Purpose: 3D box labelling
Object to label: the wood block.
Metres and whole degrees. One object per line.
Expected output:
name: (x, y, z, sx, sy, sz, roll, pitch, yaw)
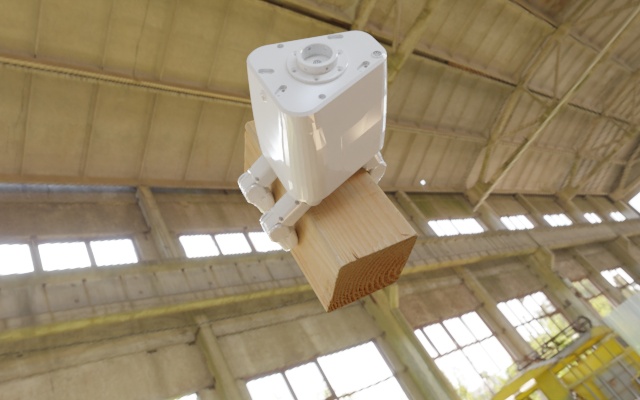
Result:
wood block: (0.000, 0.001, 0.518, 0.091, 0.206, 0.090, -19, -35, -24)
